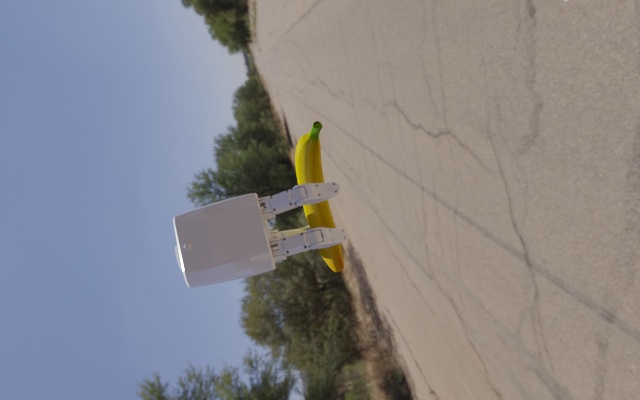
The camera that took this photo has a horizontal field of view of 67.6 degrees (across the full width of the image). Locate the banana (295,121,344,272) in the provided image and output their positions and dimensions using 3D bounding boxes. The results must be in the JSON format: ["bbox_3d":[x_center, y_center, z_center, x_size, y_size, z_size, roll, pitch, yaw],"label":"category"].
[{"bbox_3d":[-0.005,-0.003,0.639,0.037,0.198,0.069,-13,9,-12],"label":"banana"}]
